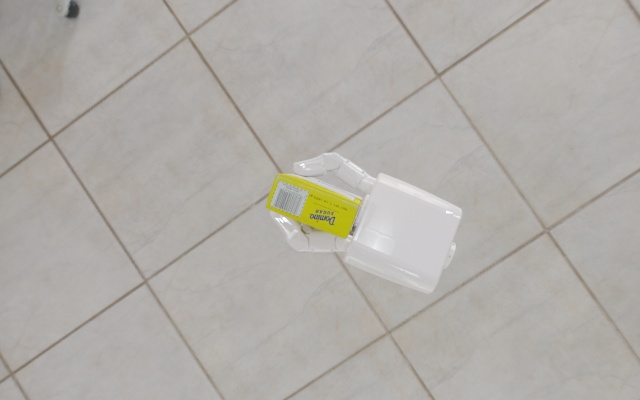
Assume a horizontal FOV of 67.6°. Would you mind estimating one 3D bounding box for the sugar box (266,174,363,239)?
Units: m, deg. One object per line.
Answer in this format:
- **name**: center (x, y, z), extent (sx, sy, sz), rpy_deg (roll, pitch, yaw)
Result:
- **sugar box**: center (0.000, 0.002, 0.571), extent (0.093, 0.048, 0.176), rpy_deg (22, 2, 5)
